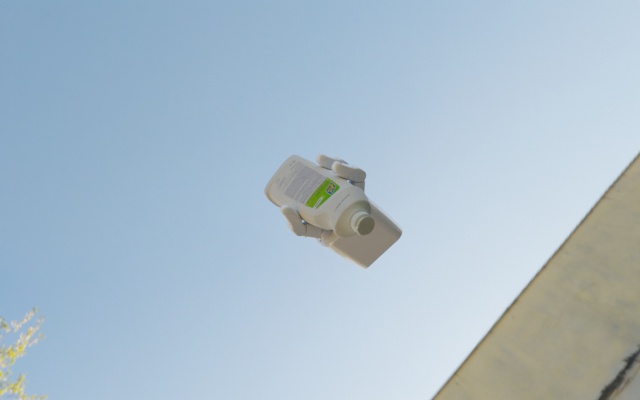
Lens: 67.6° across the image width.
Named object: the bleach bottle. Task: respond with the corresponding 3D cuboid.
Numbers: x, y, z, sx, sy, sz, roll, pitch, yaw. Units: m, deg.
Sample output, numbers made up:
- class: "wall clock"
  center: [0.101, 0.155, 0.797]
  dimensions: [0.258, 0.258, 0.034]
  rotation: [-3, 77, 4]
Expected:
- class: "bleach bottle"
  center: [0.000, 0.002, 0.766]
  dimensions: [0.068, 0.102, 0.250]
  rotation: [37, -1, -35]
